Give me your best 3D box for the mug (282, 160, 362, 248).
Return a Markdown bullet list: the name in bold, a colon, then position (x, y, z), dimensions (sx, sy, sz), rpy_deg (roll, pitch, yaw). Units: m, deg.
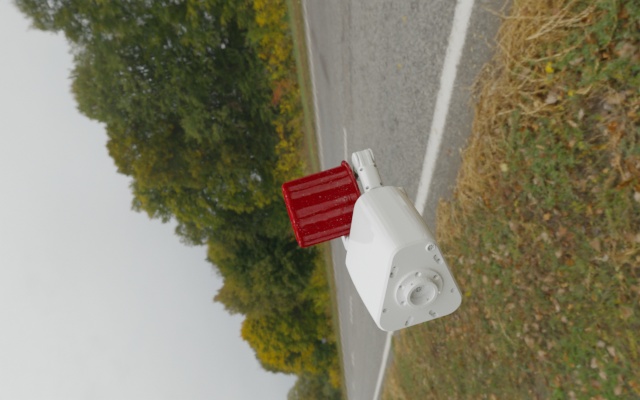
- **mug**: position (0.000, 0.001, 0.583), dimensions (0.081, 0.093, 0.117), rpy_deg (-17, 30, -6)
